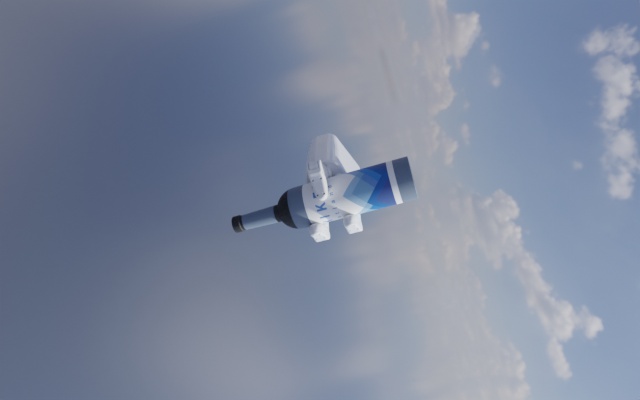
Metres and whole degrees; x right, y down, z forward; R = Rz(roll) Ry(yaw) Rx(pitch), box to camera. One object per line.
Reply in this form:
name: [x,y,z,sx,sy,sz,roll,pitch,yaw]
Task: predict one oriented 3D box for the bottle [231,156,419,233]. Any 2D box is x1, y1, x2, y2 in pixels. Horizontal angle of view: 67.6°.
bottle: [0.000,0.002,0.747,0.296,0.069,0.069,-15,-3,12]
